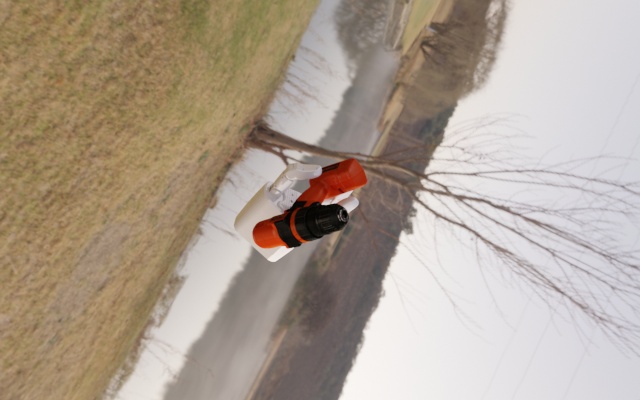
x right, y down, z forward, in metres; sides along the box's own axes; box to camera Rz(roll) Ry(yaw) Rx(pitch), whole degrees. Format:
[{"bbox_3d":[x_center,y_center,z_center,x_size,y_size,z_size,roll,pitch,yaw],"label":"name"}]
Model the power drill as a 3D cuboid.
[{"bbox_3d":[0.000,0.002,0.756,0.184,0.057,0.187,-14,21,41],"label":"power drill"}]
